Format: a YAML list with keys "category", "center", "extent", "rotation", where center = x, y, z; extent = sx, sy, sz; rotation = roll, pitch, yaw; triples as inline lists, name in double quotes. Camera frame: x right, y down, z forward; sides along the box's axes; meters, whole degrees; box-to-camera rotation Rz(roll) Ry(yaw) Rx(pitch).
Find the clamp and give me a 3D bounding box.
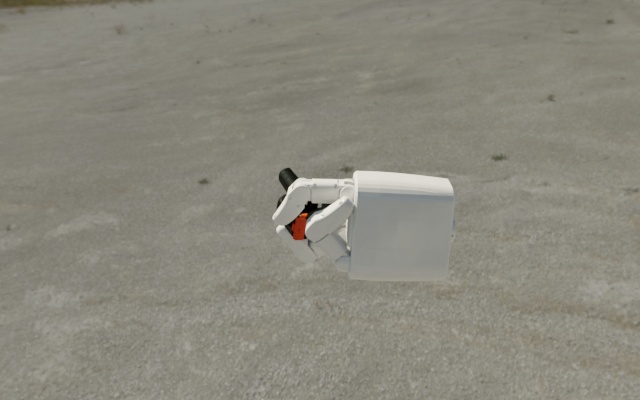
- category: "clamp"
  center: [0.000, 0.001, 0.609]
  extent: [0.120, 0.039, 0.171]
  rotation: [2, 26, 0]
